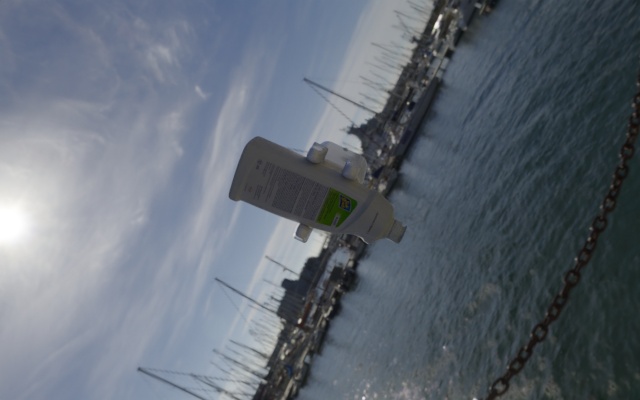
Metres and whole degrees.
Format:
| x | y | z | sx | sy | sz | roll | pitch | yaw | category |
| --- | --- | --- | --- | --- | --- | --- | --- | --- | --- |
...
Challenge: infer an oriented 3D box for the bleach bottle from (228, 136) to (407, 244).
| x | y | z | sx | sy | sz | roll | pitch | yaw | category |
| --- | --- | --- | --- | --- | --- | --- | --- | --- | --- |
| 0.000 | 0.002 | 0.686 | 0.251 | 0.103 | 0.068 | 25 | 27 | 3 | bleach bottle |
